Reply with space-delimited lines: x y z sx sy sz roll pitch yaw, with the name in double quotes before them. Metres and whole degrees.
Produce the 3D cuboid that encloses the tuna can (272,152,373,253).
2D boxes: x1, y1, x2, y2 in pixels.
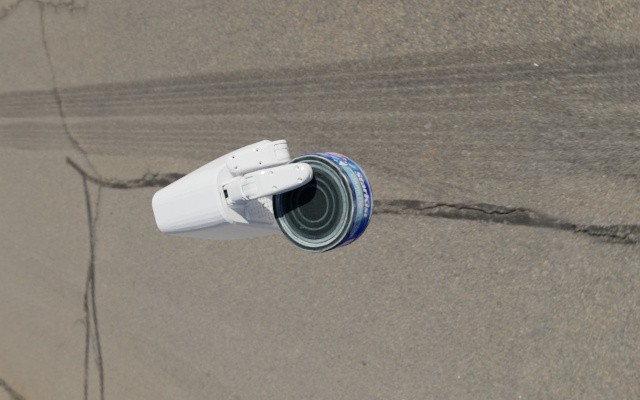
"tuna can" 0.000 0.001 0.414 0.086 0.086 0.034 0 5 32
